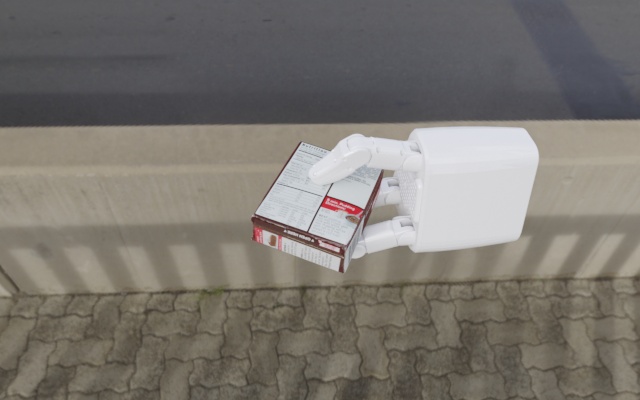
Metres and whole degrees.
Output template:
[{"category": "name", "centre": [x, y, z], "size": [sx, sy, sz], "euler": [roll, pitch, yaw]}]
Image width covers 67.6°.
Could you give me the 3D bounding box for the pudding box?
[{"category": "pudding box", "centre": [0.000, 0.001, 0.440], "size": [0.090, 0.039, 0.113], "euler": [18, 47, 12]}]
